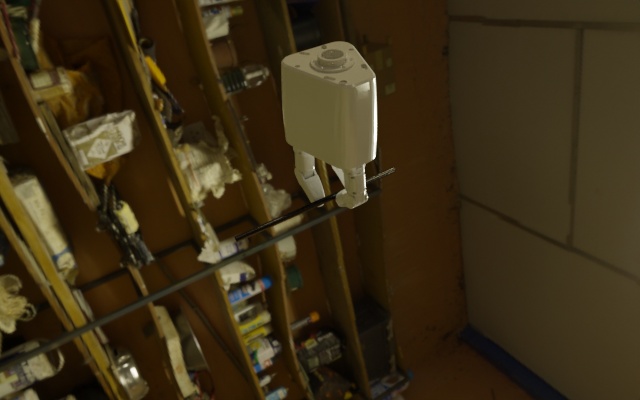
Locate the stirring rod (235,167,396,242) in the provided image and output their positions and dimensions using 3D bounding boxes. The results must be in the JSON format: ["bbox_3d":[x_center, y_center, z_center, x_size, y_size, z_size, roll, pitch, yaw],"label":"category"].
[{"bbox_3d":[0.000,0.002,0.622,0.239,0.011,0.011,-24,9,-22],"label":"stirring rod"}]
